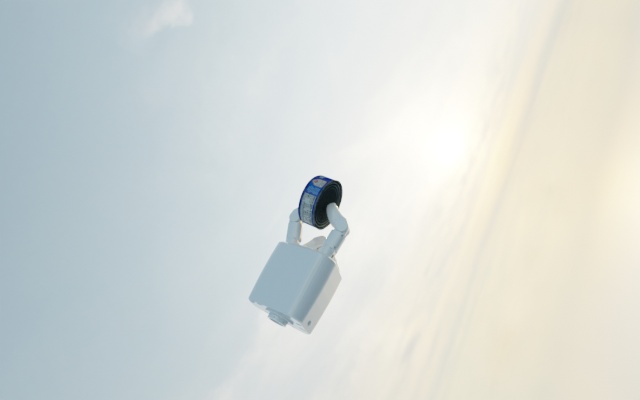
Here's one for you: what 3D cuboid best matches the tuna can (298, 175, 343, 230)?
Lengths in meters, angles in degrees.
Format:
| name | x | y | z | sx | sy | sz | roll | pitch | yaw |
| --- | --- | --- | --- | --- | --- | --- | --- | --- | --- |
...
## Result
| name | x | y | z | sx | sy | sz | roll | pitch | yaw |
| --- | --- | --- | --- | --- | --- | --- | --- | --- | --- |
| tuna can | 0.000 | 0.002 | 0.780 | 0.033 | 0.086 | 0.086 | 22 | 10 | 27 |
